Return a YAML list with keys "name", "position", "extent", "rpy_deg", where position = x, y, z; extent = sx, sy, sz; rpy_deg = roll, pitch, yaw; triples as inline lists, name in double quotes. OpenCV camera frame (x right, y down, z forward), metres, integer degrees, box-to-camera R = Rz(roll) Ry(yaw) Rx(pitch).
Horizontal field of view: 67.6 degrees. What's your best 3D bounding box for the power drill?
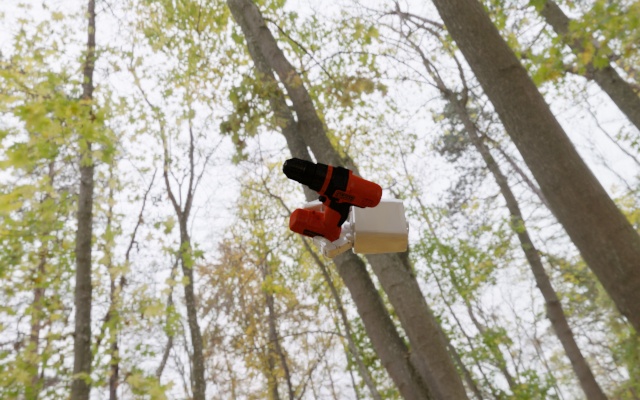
- name: "power drill"
  position: [0.000, 0.003, 0.893]
  extent: [0.184, 0.057, 0.188]
  rpy_deg: [19, -35, -9]
